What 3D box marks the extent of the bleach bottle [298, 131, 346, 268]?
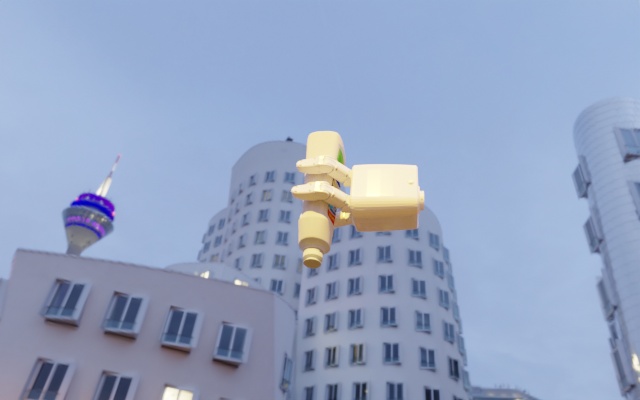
[{"bbox_3d":[0.000,0.003,0.807,0.068,0.250,0.103,-1,-38,10],"label":"bleach bottle"}]
